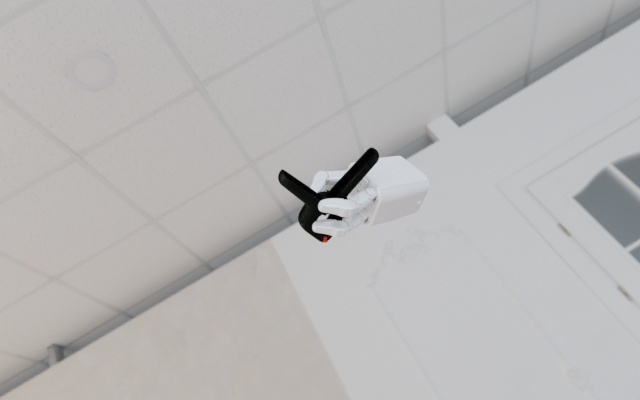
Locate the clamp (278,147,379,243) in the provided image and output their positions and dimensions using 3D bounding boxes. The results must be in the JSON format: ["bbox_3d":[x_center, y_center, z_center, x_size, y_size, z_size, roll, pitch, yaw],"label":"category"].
[{"bbox_3d":[0.000,0.002,0.795,0.164,0.036,0.210,-10,-38,-21],"label":"clamp"}]
